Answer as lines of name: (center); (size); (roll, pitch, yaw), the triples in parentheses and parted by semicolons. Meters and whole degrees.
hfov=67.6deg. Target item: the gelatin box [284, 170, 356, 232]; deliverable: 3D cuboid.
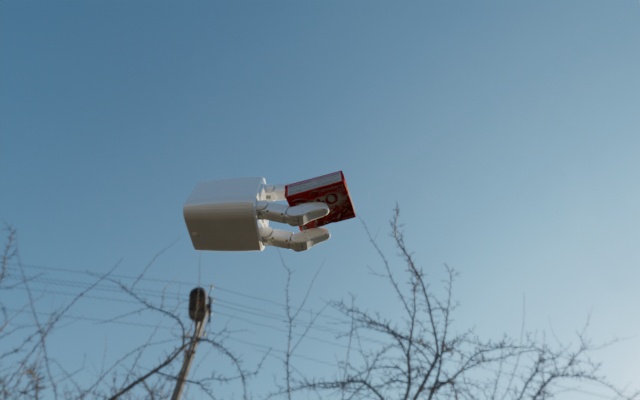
gelatin box: (0.000, 0.002, 0.699); (0.089, 0.073, 0.030); (-15, 39, 7)
